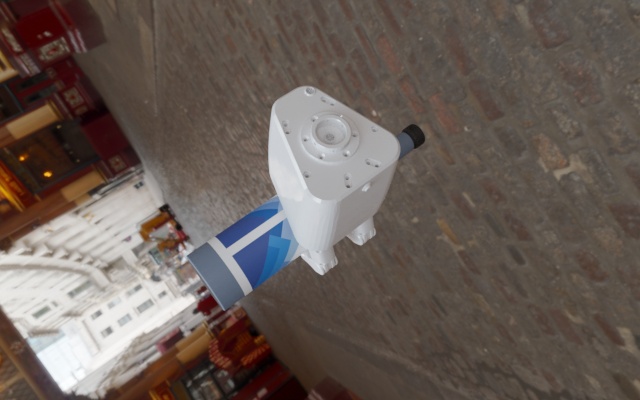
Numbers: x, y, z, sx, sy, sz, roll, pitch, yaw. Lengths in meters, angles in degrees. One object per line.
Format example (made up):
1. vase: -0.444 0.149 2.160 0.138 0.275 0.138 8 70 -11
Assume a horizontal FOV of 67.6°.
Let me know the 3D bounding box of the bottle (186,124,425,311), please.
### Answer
1. bottle: 0.000 0.002 0.517 0.295 0.069 0.069 -35 12 -18
